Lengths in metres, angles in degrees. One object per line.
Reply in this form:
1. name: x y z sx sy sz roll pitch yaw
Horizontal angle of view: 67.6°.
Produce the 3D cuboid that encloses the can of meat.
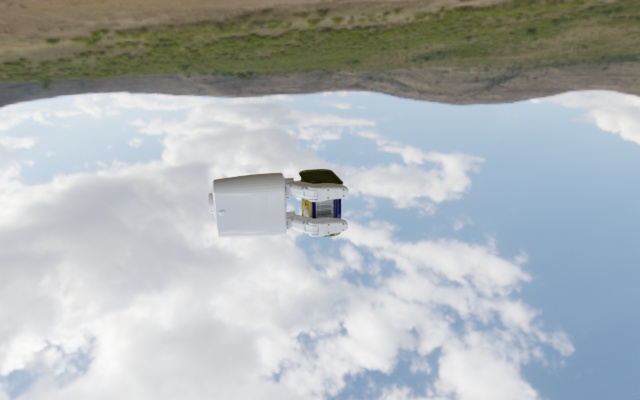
1. can of meat: 0.000 0.003 0.766 0.057 0.084 0.102 -5 19 -12
